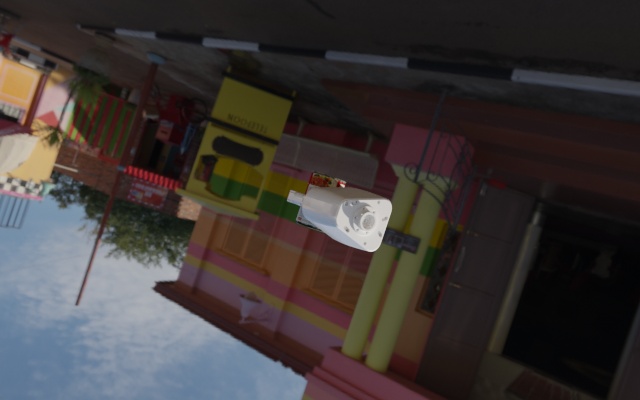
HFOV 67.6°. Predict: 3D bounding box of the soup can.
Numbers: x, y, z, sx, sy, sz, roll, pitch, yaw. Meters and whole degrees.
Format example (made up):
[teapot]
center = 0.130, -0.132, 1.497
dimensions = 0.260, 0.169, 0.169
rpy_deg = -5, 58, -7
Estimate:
[soup can]
center = 0.000, 0.003, 0.896
dimensions = 0.068, 0.102, 0.068
rpy_deg = 19, -1, 0
